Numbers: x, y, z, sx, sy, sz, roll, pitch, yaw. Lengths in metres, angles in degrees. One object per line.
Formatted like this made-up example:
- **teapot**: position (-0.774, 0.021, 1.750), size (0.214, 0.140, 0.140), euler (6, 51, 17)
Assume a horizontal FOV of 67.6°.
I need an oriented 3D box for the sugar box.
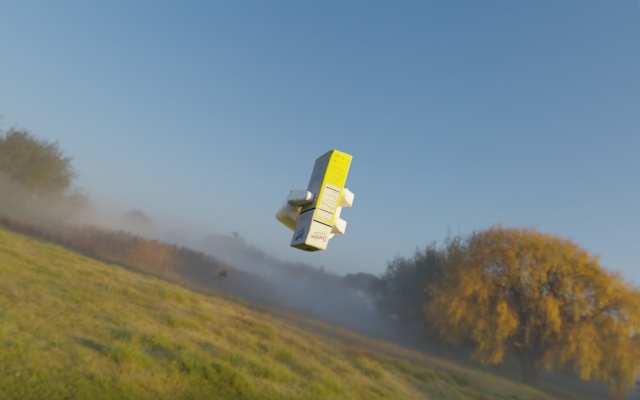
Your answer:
- **sugar box**: position (0.001, 0.003, 0.859), size (0.048, 0.176, 0.093), euler (18, -13, -17)
